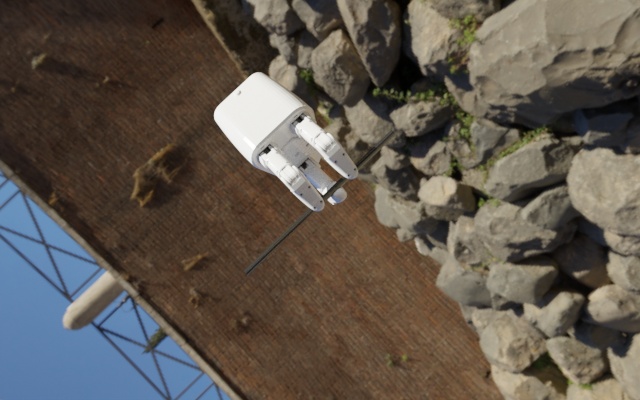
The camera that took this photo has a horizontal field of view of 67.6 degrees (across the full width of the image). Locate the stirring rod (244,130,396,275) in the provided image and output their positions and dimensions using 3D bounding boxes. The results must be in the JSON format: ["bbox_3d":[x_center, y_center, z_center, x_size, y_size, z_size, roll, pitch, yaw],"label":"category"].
[{"bbox_3d":[0.000,0.002,0.565,0.239,0.011,0.011,-44,3,-3],"label":"stirring rod"}]
